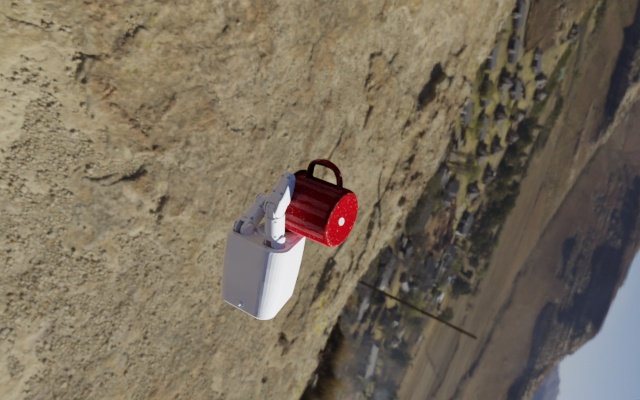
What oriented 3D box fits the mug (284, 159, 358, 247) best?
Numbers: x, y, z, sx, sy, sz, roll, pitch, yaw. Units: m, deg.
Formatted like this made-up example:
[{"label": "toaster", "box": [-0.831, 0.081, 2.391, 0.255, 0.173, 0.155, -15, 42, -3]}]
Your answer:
[{"label": "mug", "box": [0.001, 0.001, 0.647, 0.081, 0.117, 0.093, 21, 19, 29]}]
